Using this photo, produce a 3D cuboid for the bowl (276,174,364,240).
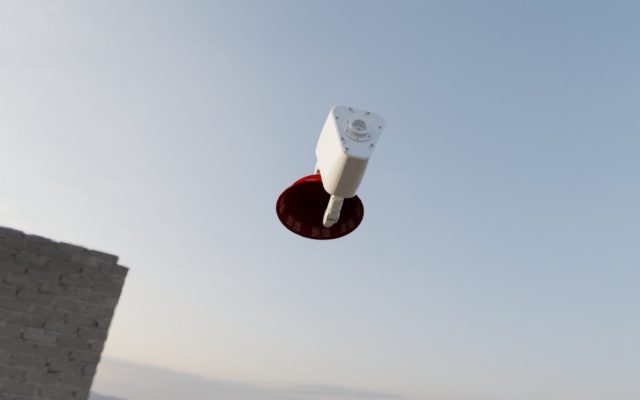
[{"bbox_3d":[0.000,0.003,0.887,0.162,0.055,0.162,2,-44,2],"label":"bowl"}]
